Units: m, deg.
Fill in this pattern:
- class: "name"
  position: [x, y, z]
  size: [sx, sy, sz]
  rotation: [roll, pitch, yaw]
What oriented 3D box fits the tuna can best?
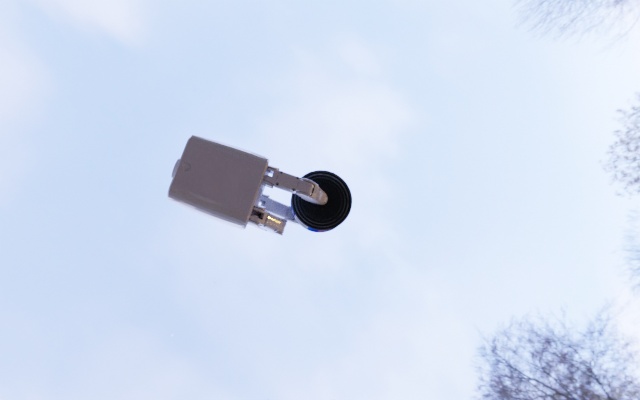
- class: "tuna can"
  position: [0.000, 0.002, 0.680]
  size: [0.086, 0.086, 0.034]
  rotation: [0, -11, -7]
